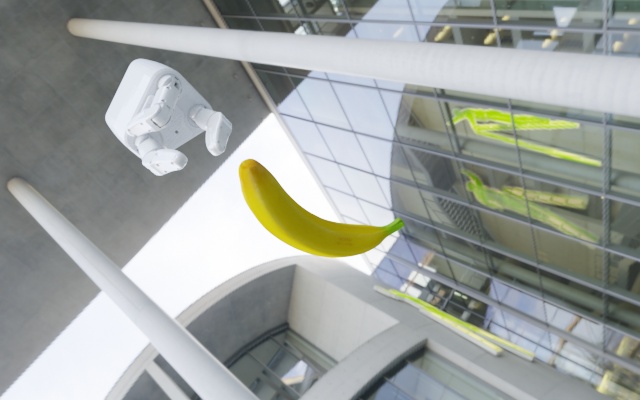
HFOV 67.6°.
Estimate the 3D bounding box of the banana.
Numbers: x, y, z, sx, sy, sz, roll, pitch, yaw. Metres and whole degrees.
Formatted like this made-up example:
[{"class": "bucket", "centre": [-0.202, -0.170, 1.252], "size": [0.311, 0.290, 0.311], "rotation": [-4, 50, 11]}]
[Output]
[{"class": "banana", "centre": [-0.006, 0.018, 0.453], "size": [0.198, 0.069, 0.037], "rotation": [20, 15, -39]}]
